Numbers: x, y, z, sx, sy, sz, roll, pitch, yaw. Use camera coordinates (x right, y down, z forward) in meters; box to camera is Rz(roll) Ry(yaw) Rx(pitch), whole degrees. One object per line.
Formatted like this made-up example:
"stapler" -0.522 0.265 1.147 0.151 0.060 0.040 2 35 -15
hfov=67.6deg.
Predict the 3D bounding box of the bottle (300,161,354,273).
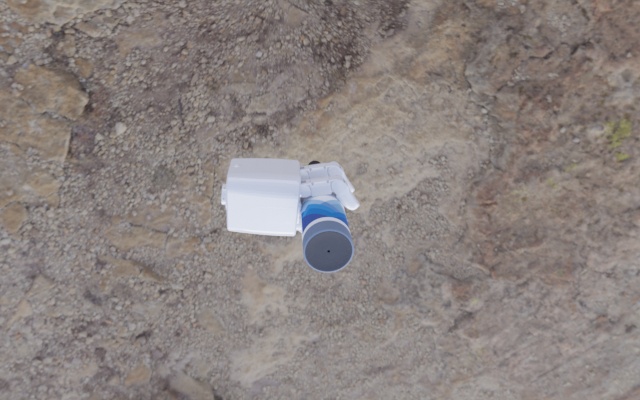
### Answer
"bottle" 0.000 0.003 0.751 0.069 0.069 0.295 0 26 -5
